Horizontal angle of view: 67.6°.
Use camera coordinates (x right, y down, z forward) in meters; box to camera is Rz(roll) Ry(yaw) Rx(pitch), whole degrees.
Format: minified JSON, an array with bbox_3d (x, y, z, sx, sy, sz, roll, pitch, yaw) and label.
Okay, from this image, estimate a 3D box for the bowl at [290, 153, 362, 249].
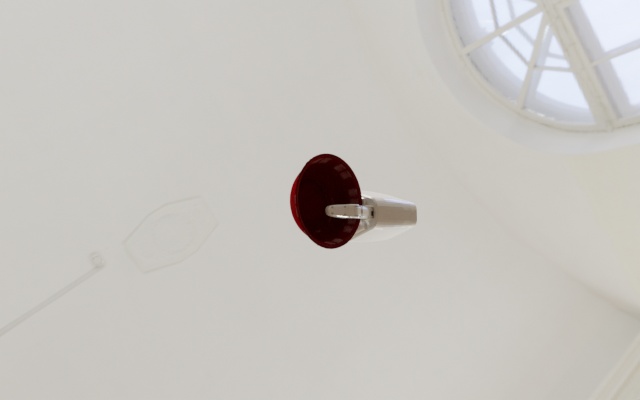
[{"bbox_3d":[-0.001,0.002,0.822,0.162,0.162,0.055,0,-4,-45],"label":"bowl"}]
